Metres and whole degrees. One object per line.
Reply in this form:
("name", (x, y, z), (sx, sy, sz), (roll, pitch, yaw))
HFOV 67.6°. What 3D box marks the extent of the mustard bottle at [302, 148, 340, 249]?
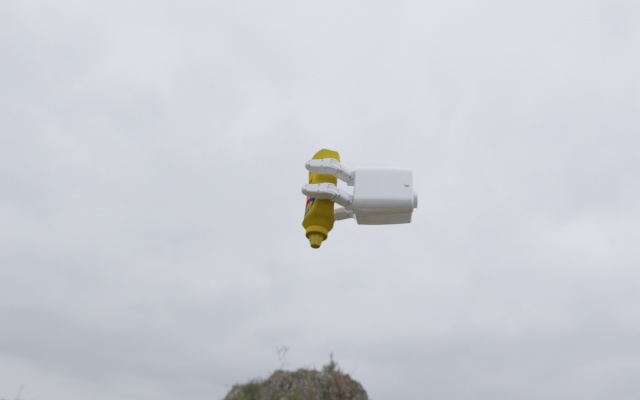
("mustard bottle", (0.000, 0.003, 0.895), (0.058, 0.191, 0.096), (14, -34, -12))
